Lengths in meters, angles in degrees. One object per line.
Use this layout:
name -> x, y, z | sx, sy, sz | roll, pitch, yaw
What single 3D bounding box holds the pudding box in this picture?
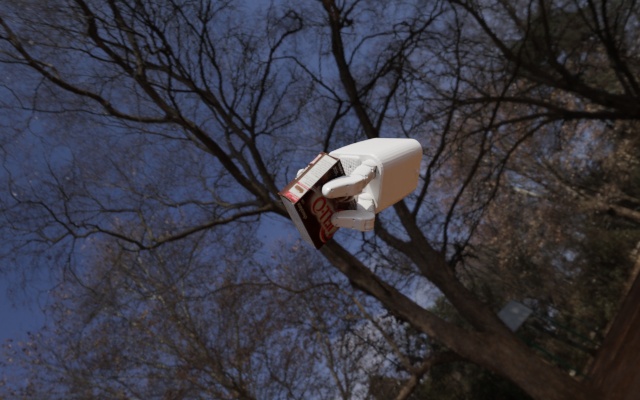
pudding box -> 0.000, 0.002, 0.660 | 0.039, 0.090, 0.114 | 29, -23, 38
